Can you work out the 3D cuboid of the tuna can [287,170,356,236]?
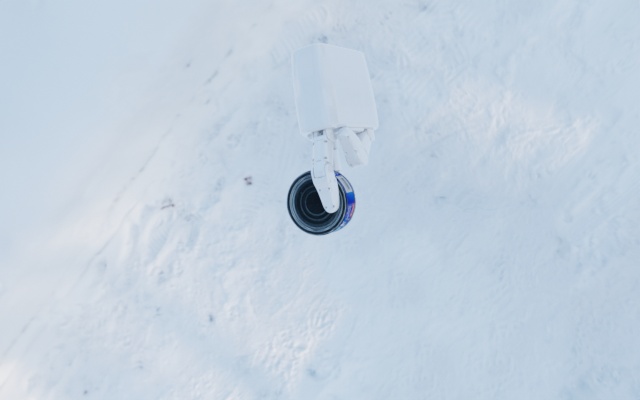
[{"bbox_3d":[0.000,0.002,0.616,0.086,0.086,0.034,0,5,23],"label":"tuna can"}]
